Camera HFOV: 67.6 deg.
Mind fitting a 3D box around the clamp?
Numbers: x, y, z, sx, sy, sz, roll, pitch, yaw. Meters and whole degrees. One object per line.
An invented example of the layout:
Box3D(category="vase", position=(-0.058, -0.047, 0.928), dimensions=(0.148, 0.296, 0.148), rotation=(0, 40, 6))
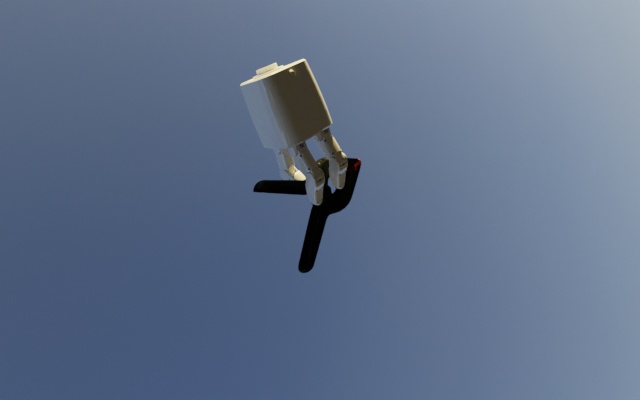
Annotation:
Box3D(category="clamp", position=(0.000, 0.002, 0.766), dimensions=(0.036, 0.165, 0.210), rotation=(1, 29, 47))
